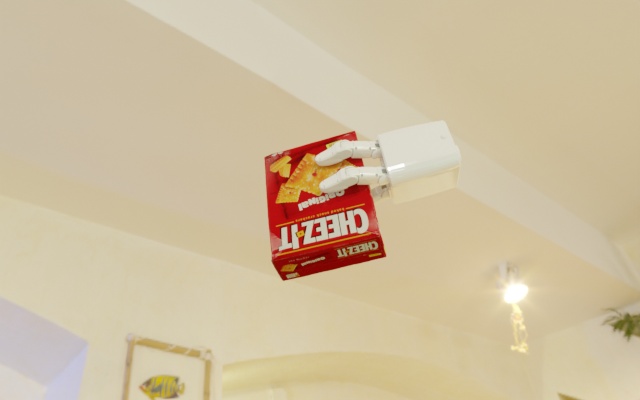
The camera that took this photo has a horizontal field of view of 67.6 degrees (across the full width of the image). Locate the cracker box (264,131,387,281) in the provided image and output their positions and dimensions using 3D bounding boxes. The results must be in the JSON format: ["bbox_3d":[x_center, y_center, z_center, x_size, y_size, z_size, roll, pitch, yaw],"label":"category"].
[{"bbox_3d":[0.000,0.002,0.755,0.164,0.213,0.072,-14,-39,7],"label":"cracker box"}]
